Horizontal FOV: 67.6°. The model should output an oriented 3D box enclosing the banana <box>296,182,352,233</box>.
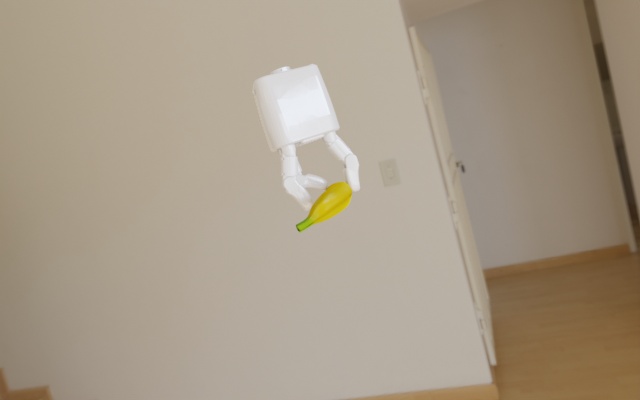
[{"bbox_3d":[0.016,-0.003,0.720,0.069,0.037,0.197,-20,6,17],"label":"banana"}]
